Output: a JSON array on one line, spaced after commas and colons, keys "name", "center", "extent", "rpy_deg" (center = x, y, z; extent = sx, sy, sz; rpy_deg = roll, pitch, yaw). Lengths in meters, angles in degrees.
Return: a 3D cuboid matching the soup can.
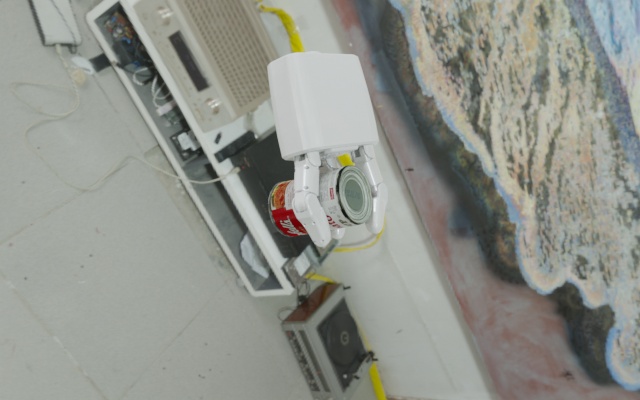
[{"name": "soup can", "center": [0.000, 0.002, 0.547], "extent": [0.102, 0.068, 0.068], "rpy_deg": [-12, -8, 37]}]
